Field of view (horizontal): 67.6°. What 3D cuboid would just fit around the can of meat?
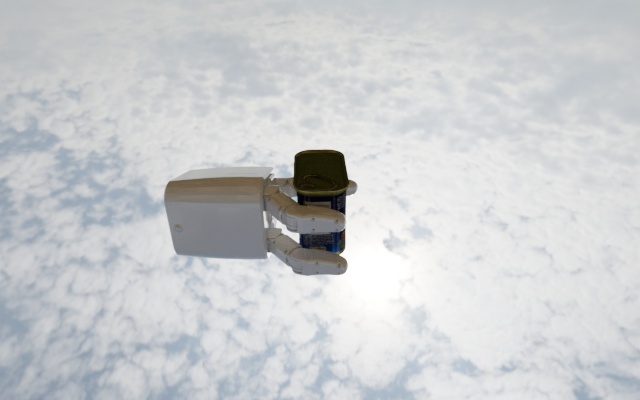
[{"bbox_3d":[0.000,0.002,0.531,0.057,0.084,0.102,-1,30,-2],"label":"can of meat"}]
